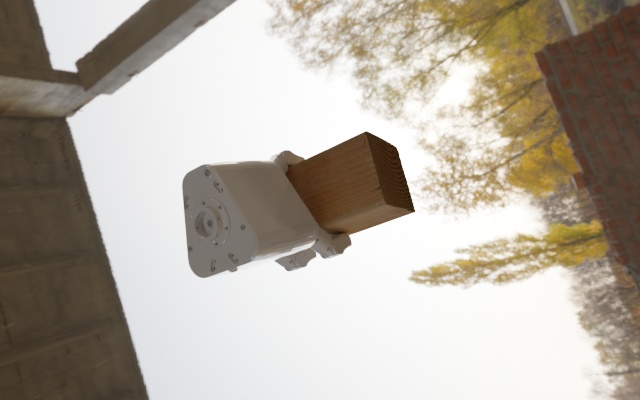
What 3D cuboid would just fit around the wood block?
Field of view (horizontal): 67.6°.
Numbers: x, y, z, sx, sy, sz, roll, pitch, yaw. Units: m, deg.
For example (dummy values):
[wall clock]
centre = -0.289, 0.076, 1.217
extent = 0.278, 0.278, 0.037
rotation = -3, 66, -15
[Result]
[wood block]
centre = 0.000, 0.002, 0.601
extent = 0.206, 0.090, 0.090
rotation = -22, -19, 29
